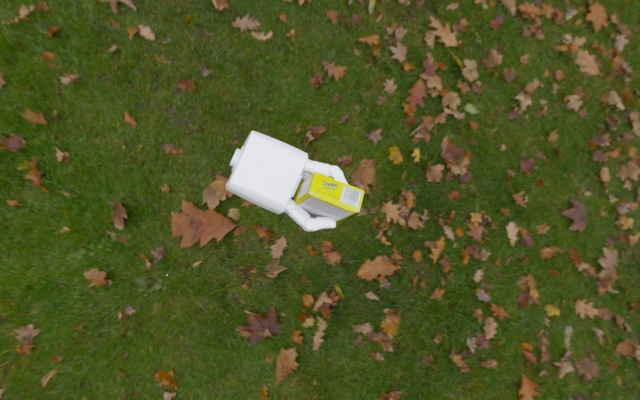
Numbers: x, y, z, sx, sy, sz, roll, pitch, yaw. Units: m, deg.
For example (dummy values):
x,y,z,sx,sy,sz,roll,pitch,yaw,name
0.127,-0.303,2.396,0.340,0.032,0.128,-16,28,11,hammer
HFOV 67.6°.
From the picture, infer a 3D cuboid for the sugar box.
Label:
x,y,z,sx,sy,sz,roll,pitch,yaw,name
0.000,0.002,0.850,0.093,0.048,0.176,21,-14,-14,sugar box
